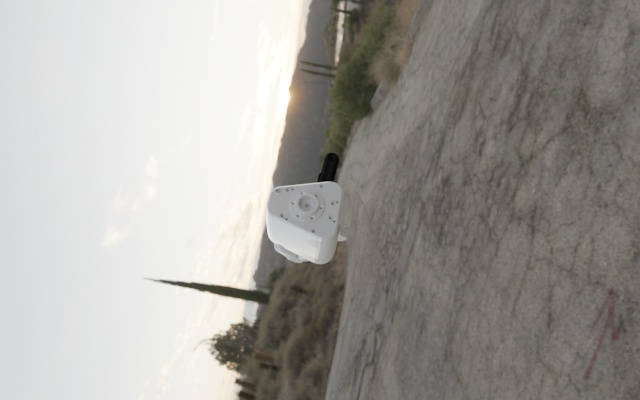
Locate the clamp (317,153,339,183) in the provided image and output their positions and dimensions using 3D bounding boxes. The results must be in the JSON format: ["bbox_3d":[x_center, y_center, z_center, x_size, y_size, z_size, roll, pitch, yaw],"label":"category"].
[{"bbox_3d":[-0.001,0.003,0.829,0.039,0.171,0.120,10,-25,2],"label":"clamp"}]
